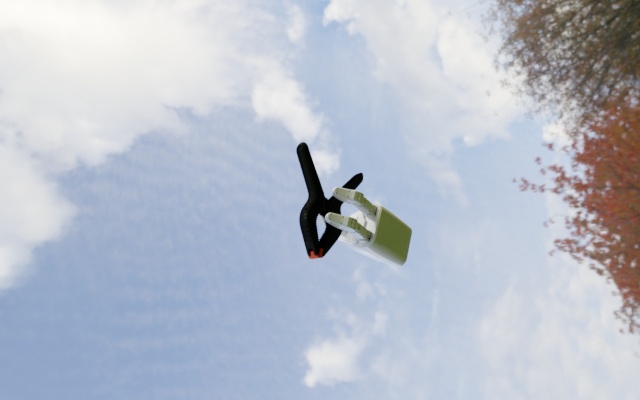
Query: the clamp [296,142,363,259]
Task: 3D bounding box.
[{"bbox_3d":[0.000,0.004,0.892,0.164,0.210,0.036,31,-28,-30],"label":"clamp"}]
